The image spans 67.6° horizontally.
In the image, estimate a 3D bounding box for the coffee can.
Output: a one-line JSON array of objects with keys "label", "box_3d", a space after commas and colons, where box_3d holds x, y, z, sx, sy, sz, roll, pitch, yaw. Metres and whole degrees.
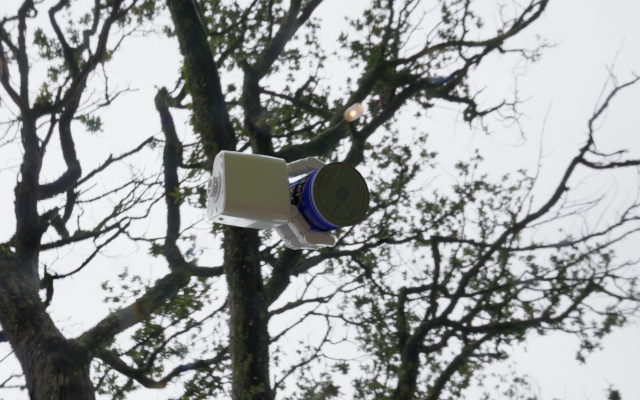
[{"label": "coffee can", "box_3d": [0.000, 0.003, 0.787, 0.103, 0.103, 0.140, 0, -11, -29]}]
